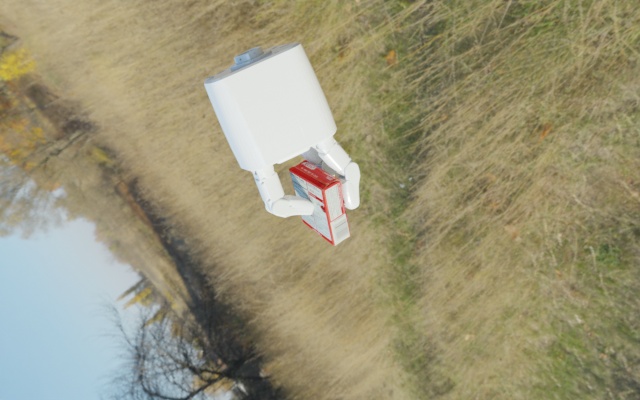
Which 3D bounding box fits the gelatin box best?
[{"bbox_3d":[0.000,0.002,0.597,0.030,0.089,0.073,-29,37,-24],"label":"gelatin box"}]
